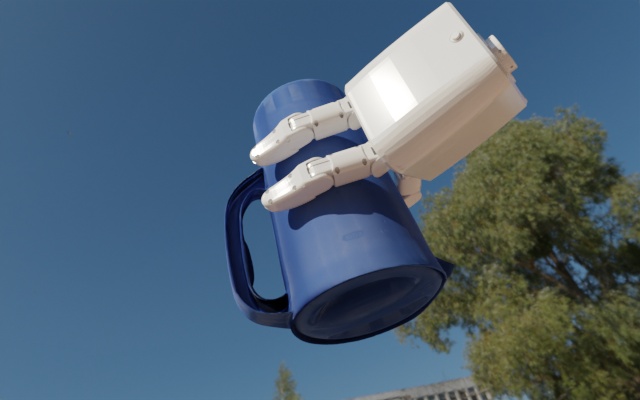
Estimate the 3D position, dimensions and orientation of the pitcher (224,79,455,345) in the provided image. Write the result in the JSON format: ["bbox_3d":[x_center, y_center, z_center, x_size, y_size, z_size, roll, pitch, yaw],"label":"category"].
[{"bbox_3d":[0.000,0.001,0.448,0.145,0.242,0.149,-38,-39,24],"label":"pitcher"}]
